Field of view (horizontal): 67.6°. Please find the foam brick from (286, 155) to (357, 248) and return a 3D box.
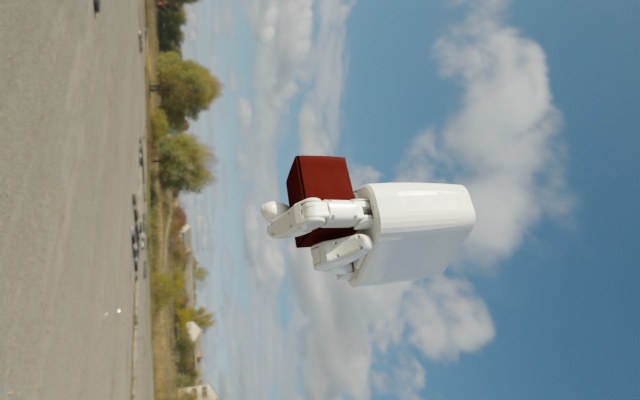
[{"bbox_3d":[0.000,0.001,0.471,0.051,0.078,0.053,-3,-25,-18],"label":"foam brick"}]
